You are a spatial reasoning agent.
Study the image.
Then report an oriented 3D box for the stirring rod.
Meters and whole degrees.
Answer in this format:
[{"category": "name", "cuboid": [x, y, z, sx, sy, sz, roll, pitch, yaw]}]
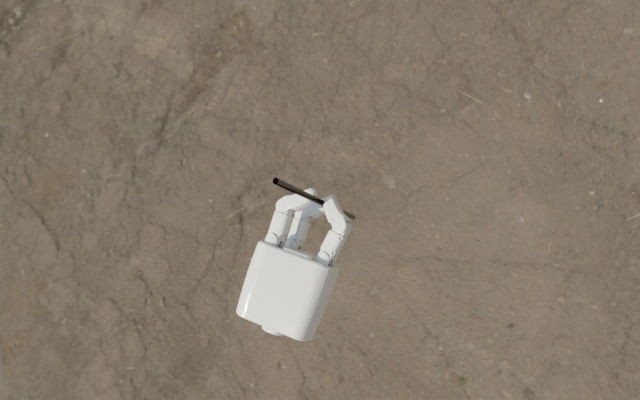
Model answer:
[{"category": "stirring rod", "cuboid": [0.000, 0.002, 0.661, 0.011, 0.011, 0.239, 0, -12, 26]}]
